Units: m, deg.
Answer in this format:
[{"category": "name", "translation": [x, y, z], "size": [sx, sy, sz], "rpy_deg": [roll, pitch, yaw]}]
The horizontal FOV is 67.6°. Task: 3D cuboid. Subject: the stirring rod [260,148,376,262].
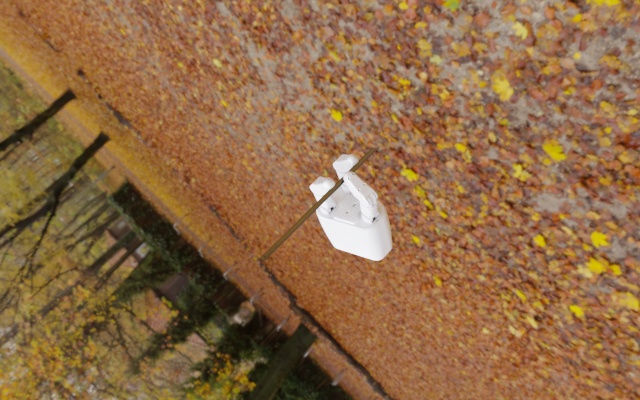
[{"category": "stirring rod", "translation": [0.000, 0.002, 0.699], "size": [0.239, 0.011, 0.011], "rpy_deg": [-45, 16, -17]}]
